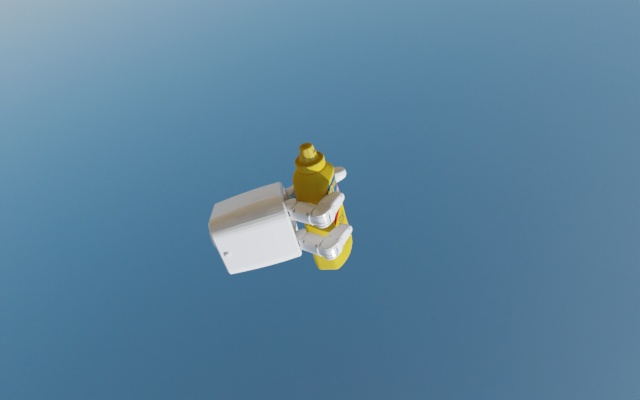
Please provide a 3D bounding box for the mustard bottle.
[{"bbox_3d":[0.001,0.002,0.689,0.058,0.192,0.096,-2,38,19],"label":"mustard bottle"}]
